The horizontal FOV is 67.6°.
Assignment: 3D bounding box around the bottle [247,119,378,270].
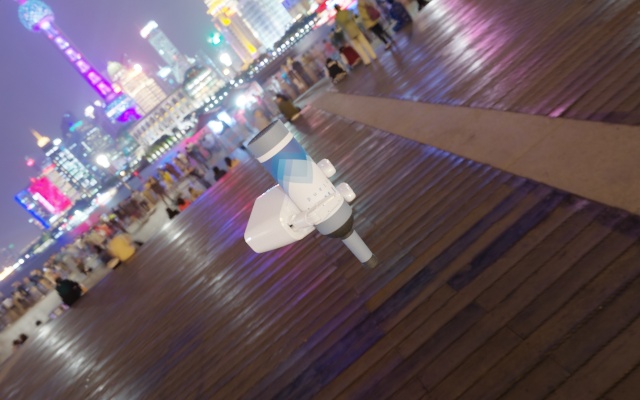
[{"bbox_3d":[0.000,0.002,0.785,0.069,0.296,0.069,-35,18,13],"label":"bottle"}]
